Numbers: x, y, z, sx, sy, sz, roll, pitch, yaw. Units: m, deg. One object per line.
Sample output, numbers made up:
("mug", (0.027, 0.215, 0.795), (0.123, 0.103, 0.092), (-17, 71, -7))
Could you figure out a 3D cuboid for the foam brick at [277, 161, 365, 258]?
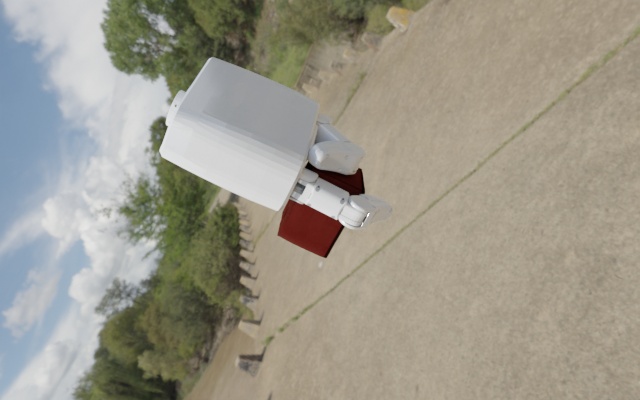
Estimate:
("foam brick", (0.000, 0.002, 0.440), (0.051, 0.078, 0.053), (24, 25, -10))
